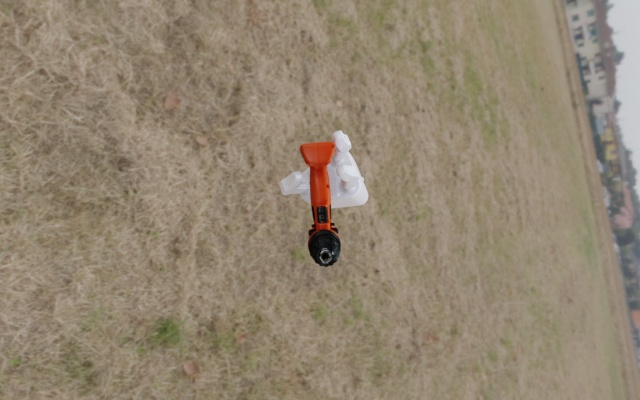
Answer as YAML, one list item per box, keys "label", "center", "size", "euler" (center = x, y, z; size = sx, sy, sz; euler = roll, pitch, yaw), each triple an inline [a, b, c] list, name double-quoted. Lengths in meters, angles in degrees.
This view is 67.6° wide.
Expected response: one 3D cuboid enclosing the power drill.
- label: "power drill"
  center: [0.000, 0.002, 0.759]
  size: [0.057, 0.187, 0.184]
  euler: [-3, 6, -3]
